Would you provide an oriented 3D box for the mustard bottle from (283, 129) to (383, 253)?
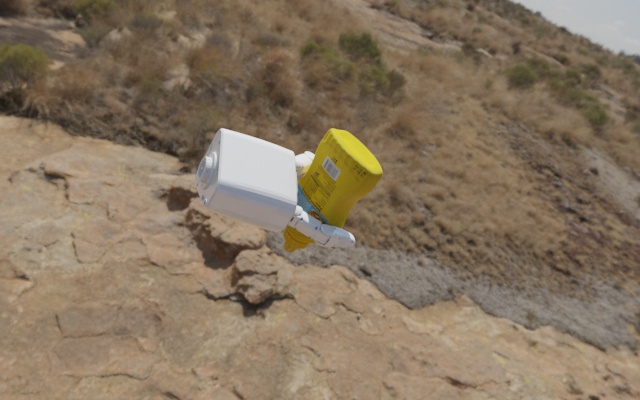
[{"bbox_3d":[0.000,0.002,0.665,0.058,0.192,0.096,-1,44,-48],"label":"mustard bottle"}]
